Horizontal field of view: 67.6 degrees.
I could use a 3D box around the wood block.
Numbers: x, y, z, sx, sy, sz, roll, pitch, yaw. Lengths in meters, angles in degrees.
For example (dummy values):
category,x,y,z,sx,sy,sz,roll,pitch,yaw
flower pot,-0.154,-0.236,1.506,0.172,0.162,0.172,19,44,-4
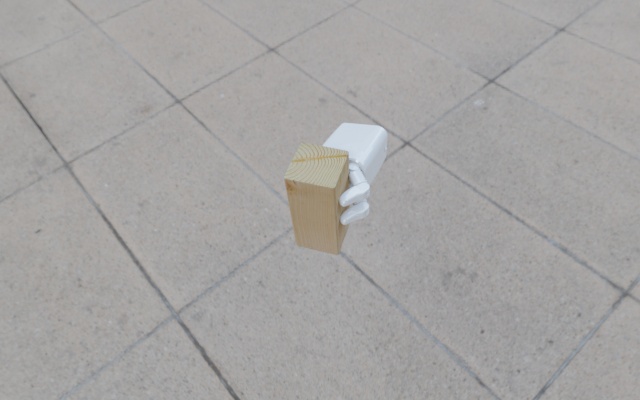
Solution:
category,x,y,z,sx,sy,sz,roll,pitch,yaw
wood block,0.000,0.002,0.882,0.091,0.090,0.206,13,-36,14
